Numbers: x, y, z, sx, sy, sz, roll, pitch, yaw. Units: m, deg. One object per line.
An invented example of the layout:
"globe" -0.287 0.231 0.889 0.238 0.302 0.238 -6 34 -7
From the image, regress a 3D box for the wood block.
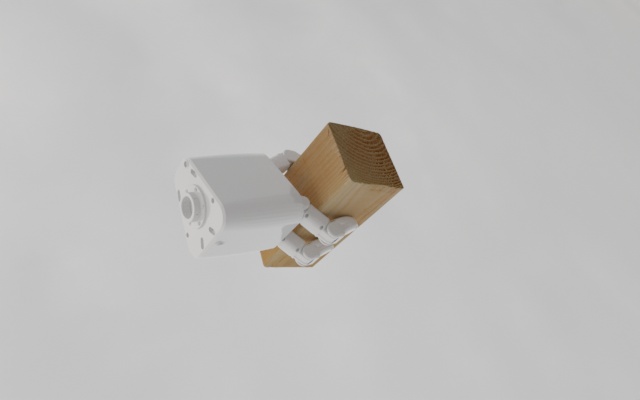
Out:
"wood block" 0.000 0.002 0.636 0.090 0.090 0.206 5 -36 -38
